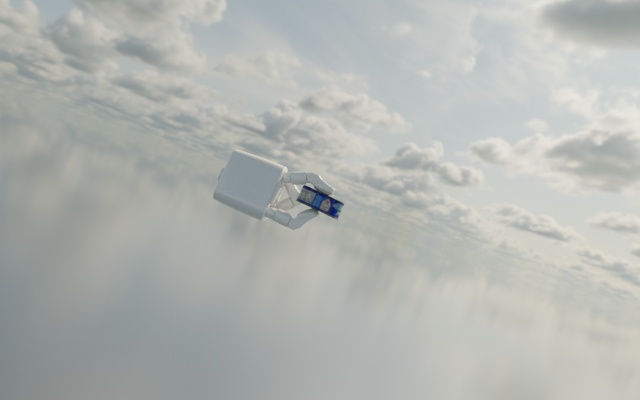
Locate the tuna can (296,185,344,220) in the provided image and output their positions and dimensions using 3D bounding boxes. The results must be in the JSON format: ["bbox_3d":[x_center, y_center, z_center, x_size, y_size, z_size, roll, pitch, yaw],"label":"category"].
[{"bbox_3d":[0.000,0.002,0.885,0.086,0.034,0.086,25,0,0],"label":"tuna can"}]
